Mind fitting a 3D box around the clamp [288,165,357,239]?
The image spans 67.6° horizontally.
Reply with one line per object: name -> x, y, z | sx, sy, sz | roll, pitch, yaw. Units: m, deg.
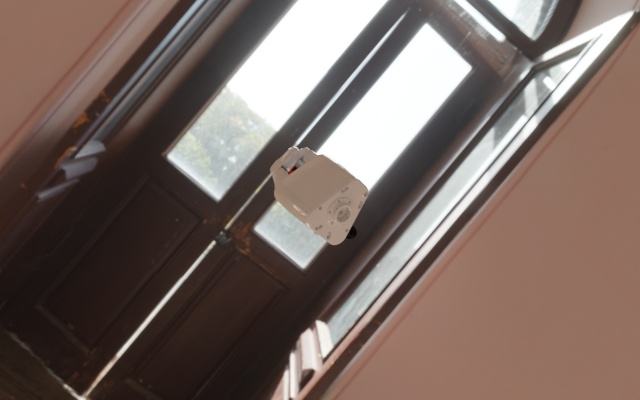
clamp -> 0.000, 0.002, 0.860 | 0.171, 0.039, 0.120 | 41, -1, -40
